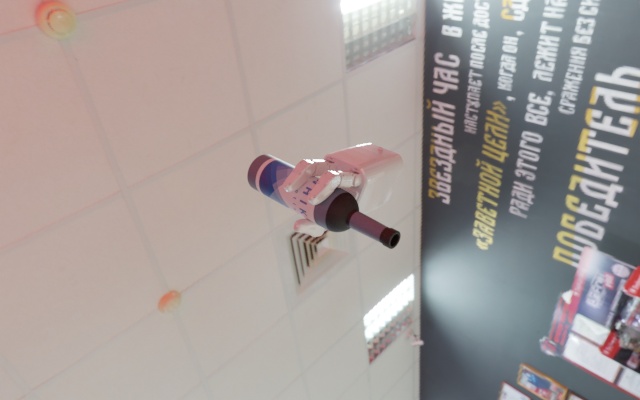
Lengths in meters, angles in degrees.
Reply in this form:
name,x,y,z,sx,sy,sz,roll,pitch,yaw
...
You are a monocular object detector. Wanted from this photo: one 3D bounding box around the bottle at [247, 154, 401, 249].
name,x,y,z,sx,sy,sz,roll,pitch,yaw
bottle,0.000,0.002,0.751,0.295,0.069,0.069,27,18,38
